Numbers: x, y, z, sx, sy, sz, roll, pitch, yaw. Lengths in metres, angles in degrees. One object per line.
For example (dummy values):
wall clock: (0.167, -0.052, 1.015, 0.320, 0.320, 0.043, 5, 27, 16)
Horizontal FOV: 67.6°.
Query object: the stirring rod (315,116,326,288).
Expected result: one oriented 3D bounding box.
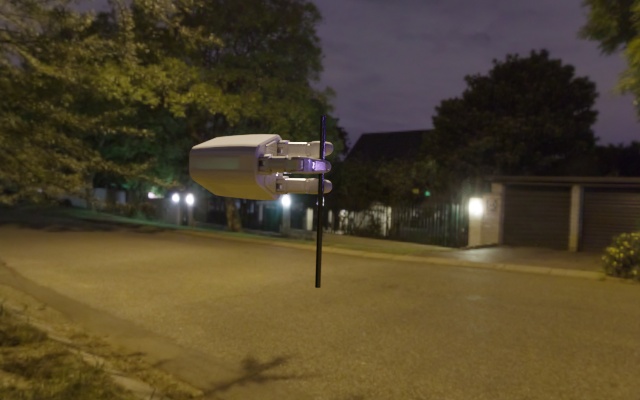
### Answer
stirring rod: (0.000, 0.002, 0.670, 0.011, 0.239, 0.011, 2, 1, 0)
